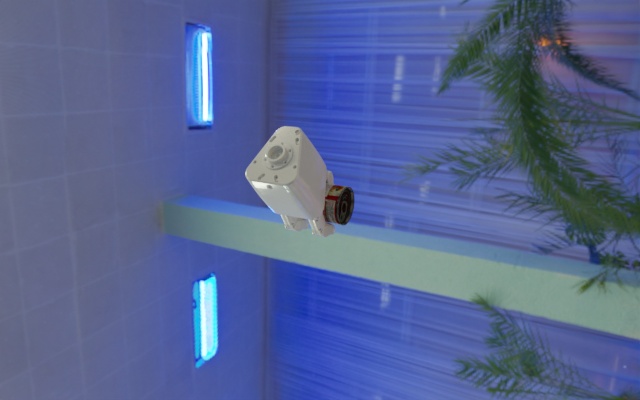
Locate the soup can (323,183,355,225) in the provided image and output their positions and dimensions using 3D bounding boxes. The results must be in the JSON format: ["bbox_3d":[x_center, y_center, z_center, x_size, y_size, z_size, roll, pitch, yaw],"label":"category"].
[{"bbox_3d":[0.000,0.003,0.844,0.102,0.068,0.068,9,4,26],"label":"soup can"}]
